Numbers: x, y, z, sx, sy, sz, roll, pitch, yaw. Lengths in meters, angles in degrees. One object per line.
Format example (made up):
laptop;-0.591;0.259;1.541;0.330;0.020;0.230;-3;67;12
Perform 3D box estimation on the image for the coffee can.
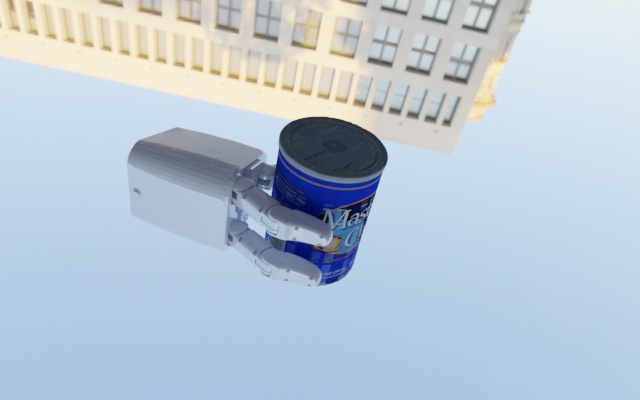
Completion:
coffee can;0.000;0.001;0.482;0.103;0.140;0.102;8;38;-7
